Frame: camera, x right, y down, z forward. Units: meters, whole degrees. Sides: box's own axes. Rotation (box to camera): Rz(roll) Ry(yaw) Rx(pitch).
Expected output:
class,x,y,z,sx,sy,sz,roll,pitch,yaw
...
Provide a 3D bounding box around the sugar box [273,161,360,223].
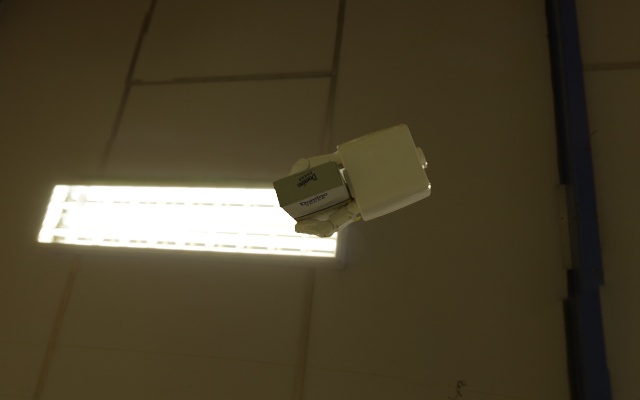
class,x,y,z,sx,sy,sz,roll,pitch,yaw
sugar box,0.000,0.002,0.715,0.093,0.048,0.176,-19,-22,5
